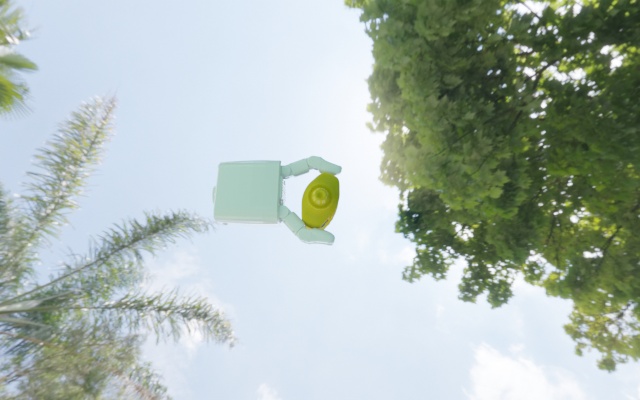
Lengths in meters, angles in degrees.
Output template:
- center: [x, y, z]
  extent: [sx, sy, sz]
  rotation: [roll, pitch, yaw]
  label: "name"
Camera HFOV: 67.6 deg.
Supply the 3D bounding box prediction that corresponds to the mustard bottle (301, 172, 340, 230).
- center: [0.000, 0.003, 0.804]
  extent: [0.058, 0.096, 0.191]
  rotation: [24, -6, 4]
  label: "mustard bottle"
